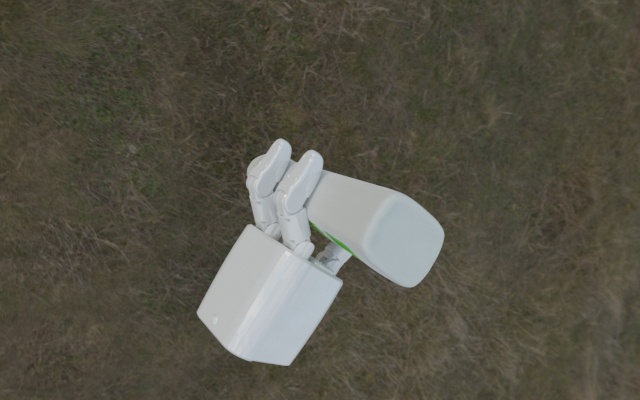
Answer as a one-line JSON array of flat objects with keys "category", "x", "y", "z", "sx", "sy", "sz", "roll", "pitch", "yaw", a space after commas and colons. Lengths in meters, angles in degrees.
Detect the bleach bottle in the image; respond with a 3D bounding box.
[{"category": "bleach bottle", "x": 0.000, "y": 0.002, "z": 0.498, "sx": 0.103, "sy": 0.068, "sz": 0.250, "roll": 37, "pitch": -8, "yaw": -39}]
